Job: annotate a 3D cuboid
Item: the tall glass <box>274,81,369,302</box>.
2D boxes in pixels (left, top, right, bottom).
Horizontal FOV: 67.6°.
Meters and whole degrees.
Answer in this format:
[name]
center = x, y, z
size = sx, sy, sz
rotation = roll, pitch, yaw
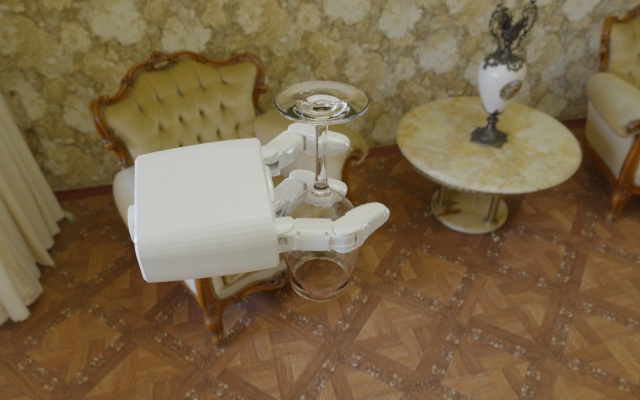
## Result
[tall glass]
center = 0.000, 0.001, 0.431
size = 0.079, 0.201, 0.079
rotation = 0, 37, 0
